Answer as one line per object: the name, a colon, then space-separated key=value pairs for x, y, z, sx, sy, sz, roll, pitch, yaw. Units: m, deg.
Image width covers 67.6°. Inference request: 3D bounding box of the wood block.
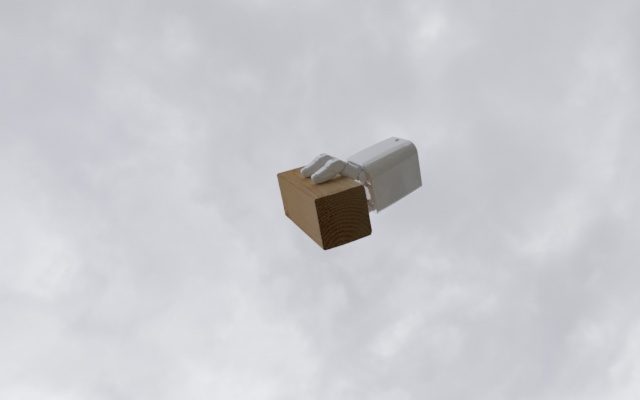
wood block: x=0.001 y=0.003 z=0.847 sx=0.090 sy=0.091 sz=0.206 roll=-17 pitch=20 yaw=-17
